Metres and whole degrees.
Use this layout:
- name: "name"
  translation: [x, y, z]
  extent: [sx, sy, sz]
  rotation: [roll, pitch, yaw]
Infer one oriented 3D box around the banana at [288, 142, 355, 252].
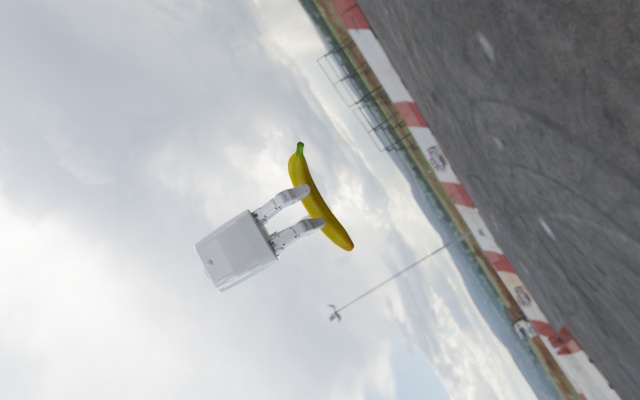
- name: "banana"
  translation: [-0.007, 0.001, 0.799]
  extent: [0.037, 0.198, 0.069]
  rotation: [-30, 7, -18]
